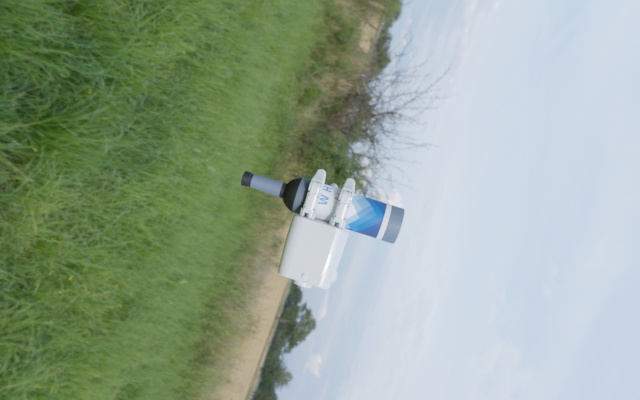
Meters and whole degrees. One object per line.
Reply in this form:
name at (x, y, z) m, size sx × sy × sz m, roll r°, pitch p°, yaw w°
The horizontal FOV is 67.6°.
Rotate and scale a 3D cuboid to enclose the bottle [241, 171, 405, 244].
bottle at (0.000, 0.003, 0.863) m, size 0.296 × 0.069 × 0.069 m, roll 17°, pitch 1°, yaw 2°
